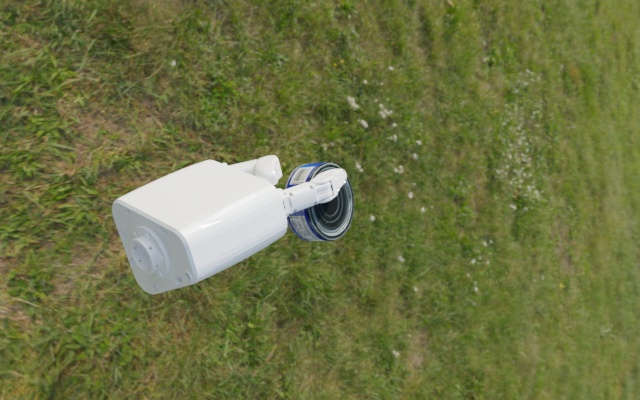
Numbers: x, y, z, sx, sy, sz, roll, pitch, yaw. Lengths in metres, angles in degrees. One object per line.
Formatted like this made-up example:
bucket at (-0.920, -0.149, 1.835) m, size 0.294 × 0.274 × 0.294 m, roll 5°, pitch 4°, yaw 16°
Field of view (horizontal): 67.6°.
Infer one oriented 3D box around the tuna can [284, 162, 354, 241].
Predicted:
tuna can at (0.001, 0.002, 0.519) m, size 0.034 × 0.086 × 0.086 m, roll -3°, pitch -2°, yaw 39°
